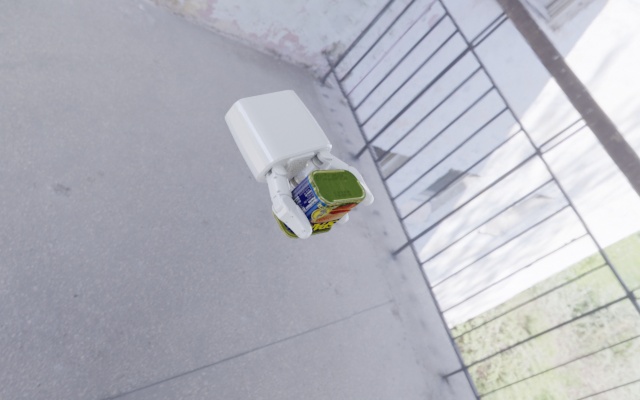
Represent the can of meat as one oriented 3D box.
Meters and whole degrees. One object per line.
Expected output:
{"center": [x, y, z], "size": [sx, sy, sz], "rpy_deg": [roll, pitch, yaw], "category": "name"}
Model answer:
{"center": [0.000, 0.002, 0.645], "size": [0.102, 0.057, 0.084], "rpy_deg": [-7, -28, -49], "category": "can of meat"}
